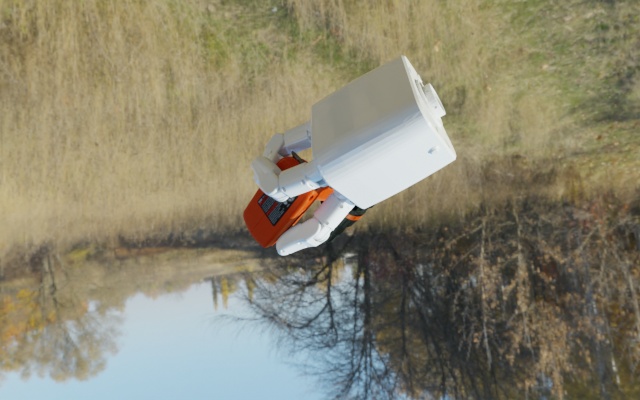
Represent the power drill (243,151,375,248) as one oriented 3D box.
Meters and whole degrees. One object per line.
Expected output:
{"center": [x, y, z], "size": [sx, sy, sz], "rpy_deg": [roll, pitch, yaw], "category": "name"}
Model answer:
{"center": [0.000, 0.002, 0.577], "size": [0.187, 0.057, 0.184], "rpy_deg": [-13, -33, -51], "category": "power drill"}
